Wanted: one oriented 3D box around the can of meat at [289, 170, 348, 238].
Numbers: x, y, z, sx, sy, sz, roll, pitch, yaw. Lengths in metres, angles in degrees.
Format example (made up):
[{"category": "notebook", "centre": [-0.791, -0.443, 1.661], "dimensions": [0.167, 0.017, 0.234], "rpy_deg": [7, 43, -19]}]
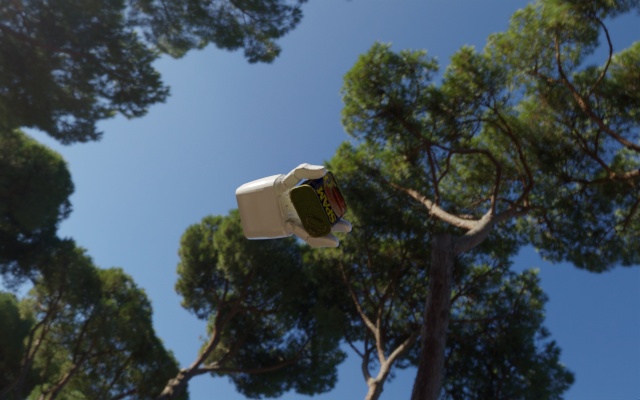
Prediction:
[{"category": "can of meat", "centre": [0.000, 0.003, 0.878], "dimensions": [0.057, 0.102, 0.084], "rpy_deg": [-14, 18, 35]}]
